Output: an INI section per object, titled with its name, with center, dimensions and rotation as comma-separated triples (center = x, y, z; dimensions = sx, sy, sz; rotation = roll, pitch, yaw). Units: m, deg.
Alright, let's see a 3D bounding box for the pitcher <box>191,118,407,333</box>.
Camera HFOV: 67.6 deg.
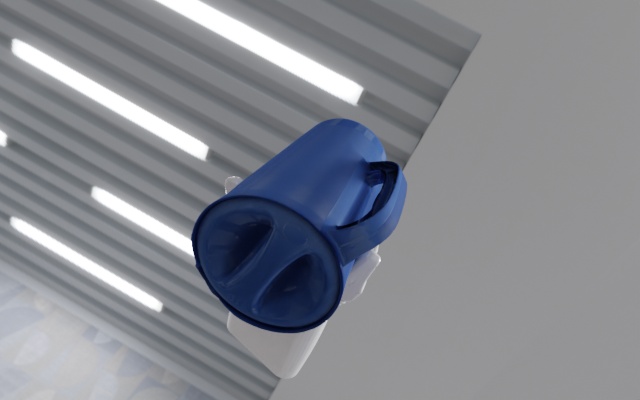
[pitcher]
center = 0.000, 0.002, 0.473
dimensions = 0.149, 0.145, 0.242
rotation = 24, 33, 8
